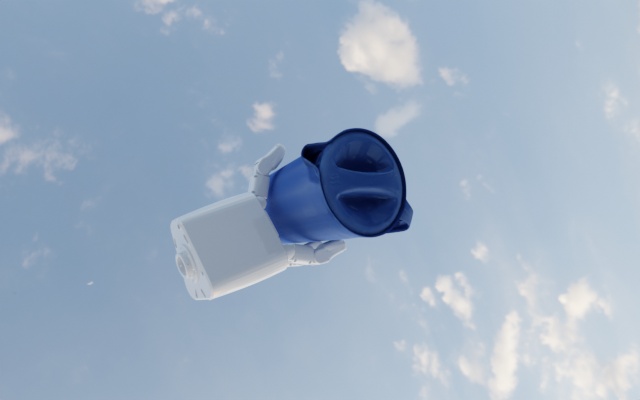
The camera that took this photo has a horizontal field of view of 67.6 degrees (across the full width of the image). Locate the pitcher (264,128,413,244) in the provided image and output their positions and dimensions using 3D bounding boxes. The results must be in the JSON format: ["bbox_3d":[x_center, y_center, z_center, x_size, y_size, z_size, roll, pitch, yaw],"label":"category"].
[{"bbox_3d":[0.000,0.002,0.665,0.145,0.149,0.243,-22,3,-34],"label":"pitcher"}]
